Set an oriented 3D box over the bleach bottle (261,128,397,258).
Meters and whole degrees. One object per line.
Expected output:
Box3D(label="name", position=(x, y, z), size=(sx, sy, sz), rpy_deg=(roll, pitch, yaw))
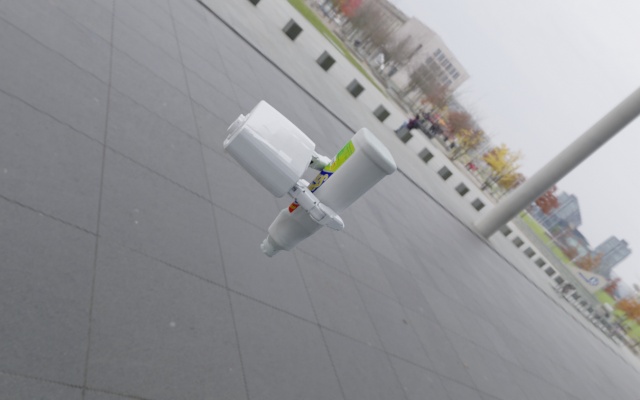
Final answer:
Box3D(label="bleach bottle", position=(0.000, 0.002, 0.735), size=(0.068, 0.251, 0.102), rpy_deg=(41, 17, -17))
